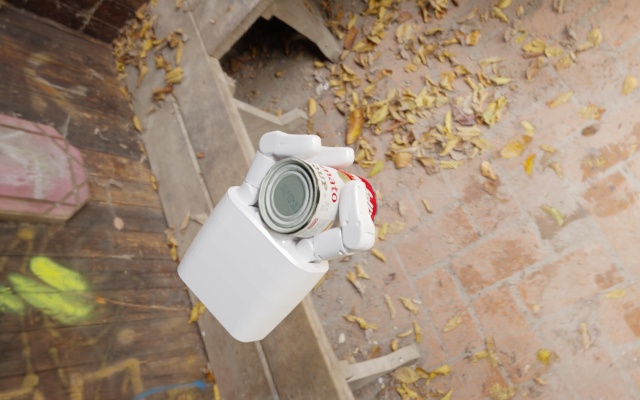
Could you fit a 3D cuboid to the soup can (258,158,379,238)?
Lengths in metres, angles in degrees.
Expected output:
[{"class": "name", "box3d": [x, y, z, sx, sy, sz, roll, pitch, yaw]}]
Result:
[{"class": "soup can", "box3d": [0.000, 0.001, 0.444, 0.068, 0.068, 0.102, 0, -7, 36]}]
